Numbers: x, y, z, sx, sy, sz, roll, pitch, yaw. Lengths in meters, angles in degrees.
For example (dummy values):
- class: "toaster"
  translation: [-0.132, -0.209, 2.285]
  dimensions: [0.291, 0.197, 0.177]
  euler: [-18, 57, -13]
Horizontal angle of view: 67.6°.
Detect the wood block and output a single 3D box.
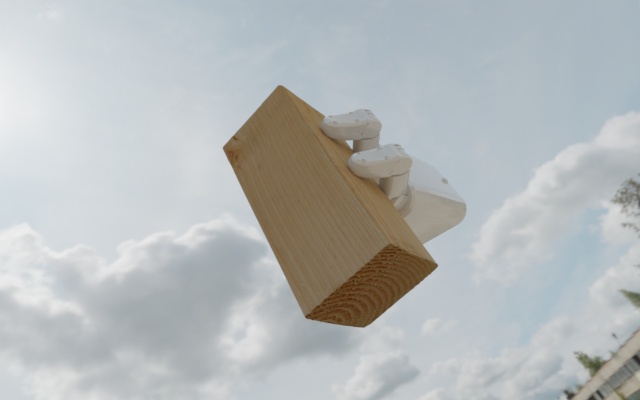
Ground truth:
- class: "wood block"
  translation: [0.000, 0.002, 0.437]
  dimensions: [0.091, 0.206, 0.090]
  euler: [-45, -38, 17]
